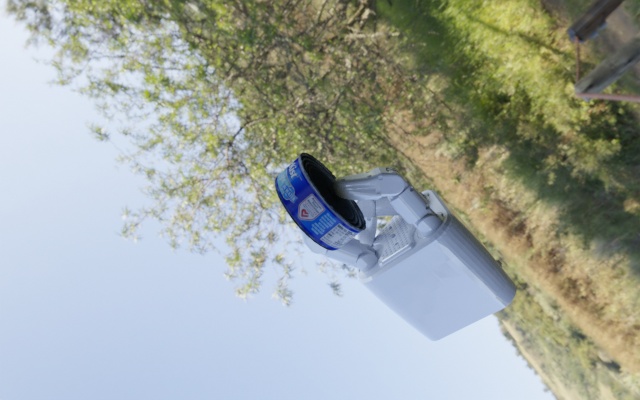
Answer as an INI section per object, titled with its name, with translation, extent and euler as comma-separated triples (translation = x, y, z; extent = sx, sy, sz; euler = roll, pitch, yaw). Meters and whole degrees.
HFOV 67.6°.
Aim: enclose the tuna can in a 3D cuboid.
[tuna can]
translation = 0.000, 0.002, 0.418
extent = 0.034, 0.086, 0.086
euler = -40, -13, 15
